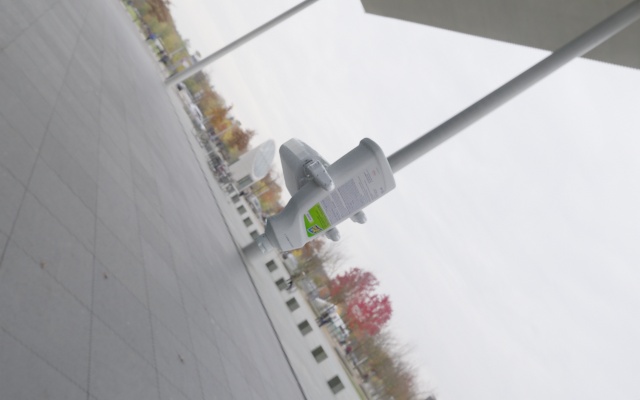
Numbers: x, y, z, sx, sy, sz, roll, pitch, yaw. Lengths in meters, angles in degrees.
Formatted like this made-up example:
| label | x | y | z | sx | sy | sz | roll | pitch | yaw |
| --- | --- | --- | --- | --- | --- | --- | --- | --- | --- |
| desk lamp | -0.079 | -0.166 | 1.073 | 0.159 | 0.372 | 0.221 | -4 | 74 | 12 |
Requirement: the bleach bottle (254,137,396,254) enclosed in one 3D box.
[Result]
| label | x | y | z | sx | sy | sz | roll | pitch | yaw |
| --- | --- | --- | --- | --- | --- | --- | --- | --- | --- |
| bleach bottle | 0.000 | 0.003 | 0.795 | 0.251 | 0.103 | 0.068 | -32 | 34 | -6 |
